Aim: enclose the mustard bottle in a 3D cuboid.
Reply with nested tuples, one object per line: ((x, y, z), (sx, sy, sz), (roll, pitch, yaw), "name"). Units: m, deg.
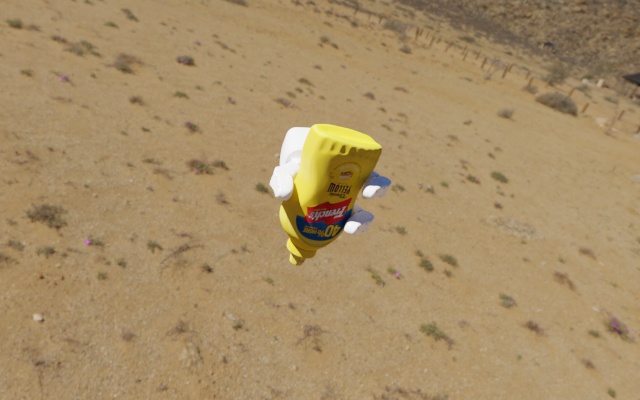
((0.000, 0.002, 0.610), (0.096, 0.192, 0.058), (6, 29, -35), "mustard bottle")
